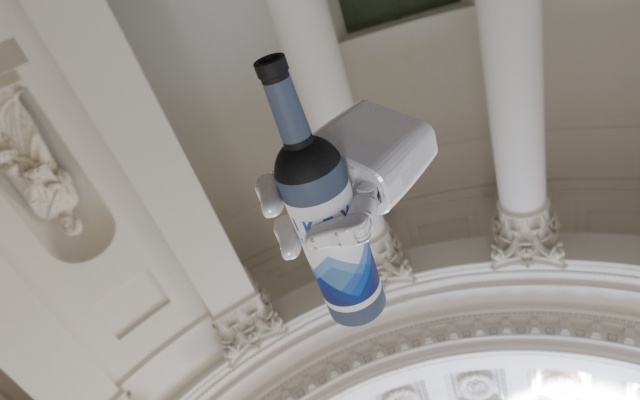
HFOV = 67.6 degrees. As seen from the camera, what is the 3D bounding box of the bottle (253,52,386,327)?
[{"bbox_3d":[0.000,0.002,0.468,0.069,0.296,0.069,-14,33,9],"label":"bottle"}]
